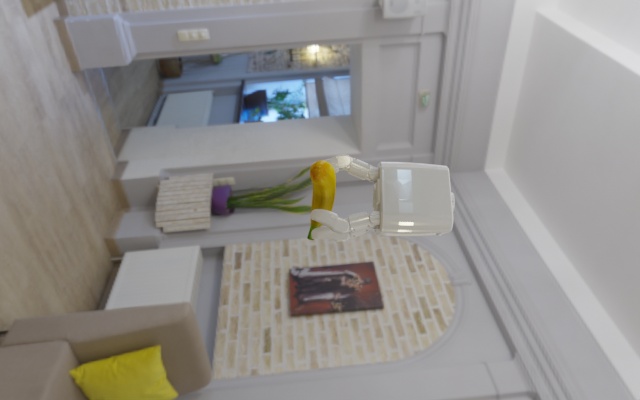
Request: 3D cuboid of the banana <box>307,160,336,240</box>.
[{"bbox_3d":[0.003,-0.011,0.726,0.037,0.069,0.198,9,-32,4],"label":"banana"}]
